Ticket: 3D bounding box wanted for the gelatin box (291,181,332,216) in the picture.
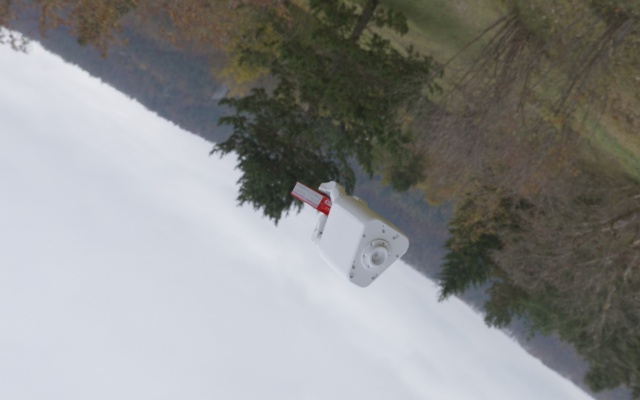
[{"bbox_3d":[0.000,0.003,0.863,0.073,0.030,0.089,30,-1,-41],"label":"gelatin box"}]
